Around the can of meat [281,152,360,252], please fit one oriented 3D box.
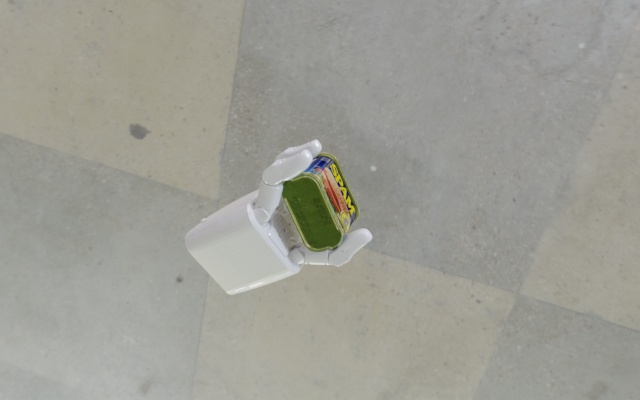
[{"bbox_3d":[0.000,0.002,0.582,0.057,0.102,0.084,-20,13,22],"label":"can of meat"}]
